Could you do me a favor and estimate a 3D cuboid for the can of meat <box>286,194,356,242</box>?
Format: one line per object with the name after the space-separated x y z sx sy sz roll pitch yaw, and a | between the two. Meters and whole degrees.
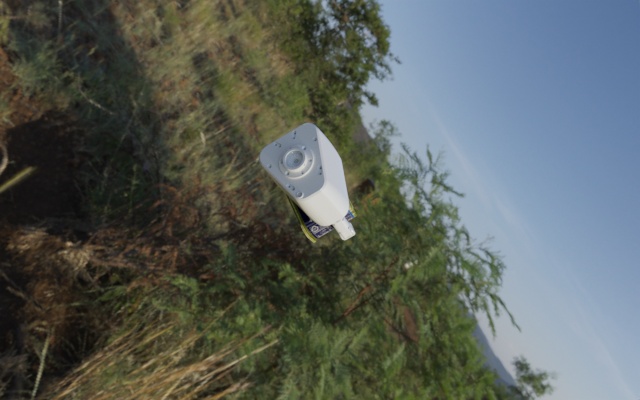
0.000 0.002 0.774 0.084 0.102 0.057 -30 -30 6 | can of meat
